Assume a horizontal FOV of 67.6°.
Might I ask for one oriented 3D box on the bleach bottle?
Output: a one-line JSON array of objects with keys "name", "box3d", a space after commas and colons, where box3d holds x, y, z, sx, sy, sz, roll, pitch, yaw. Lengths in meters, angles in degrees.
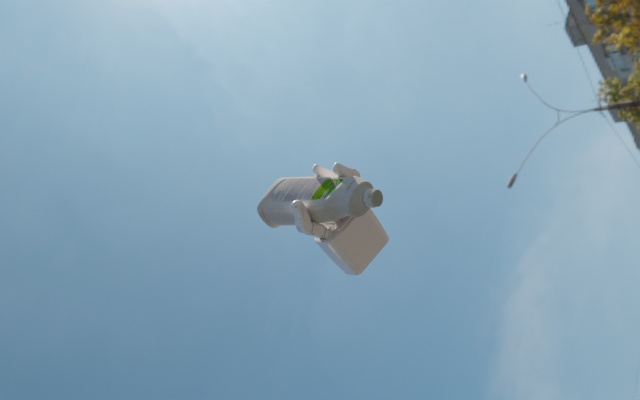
[{"name": "bleach bottle", "box3d": [0.000, 0.003, 0.850, 0.251, 0.102, 0.068, 0, -42, 46]}]
